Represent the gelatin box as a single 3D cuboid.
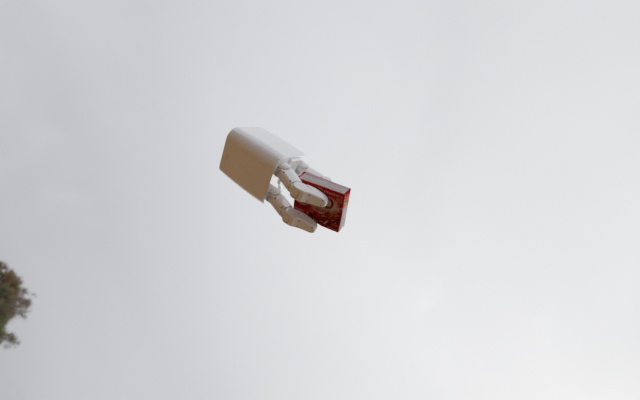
[{"bbox_3d":[0.001,0.002,0.775,0.089,0.073,0.030,21,33,19],"label":"gelatin box"}]
